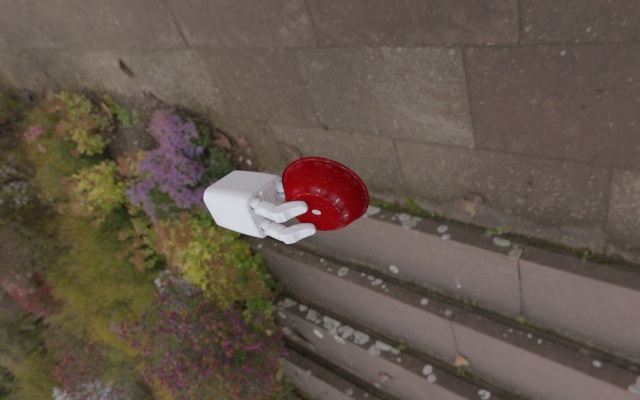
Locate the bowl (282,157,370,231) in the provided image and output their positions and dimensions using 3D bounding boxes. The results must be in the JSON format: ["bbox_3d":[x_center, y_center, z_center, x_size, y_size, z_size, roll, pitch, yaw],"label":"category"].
[{"bbox_3d":[0.001,0.003,0.820,0.162,0.055,0.162,13,-41,12],"label":"bowl"}]
